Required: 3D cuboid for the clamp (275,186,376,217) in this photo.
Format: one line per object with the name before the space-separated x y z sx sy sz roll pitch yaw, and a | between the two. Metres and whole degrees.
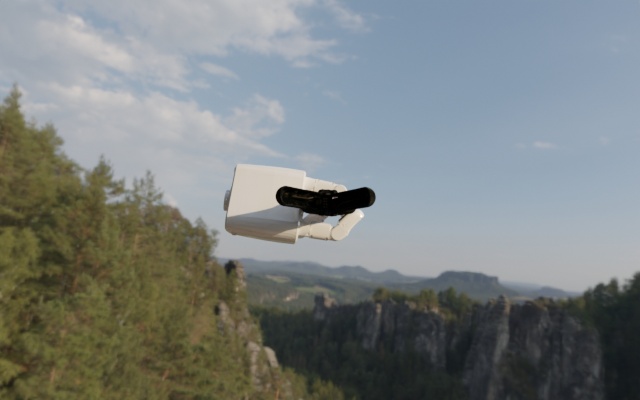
clamp | 0.000 0.002 0.643 0.120 0.039 0.171 8 -9 -4
